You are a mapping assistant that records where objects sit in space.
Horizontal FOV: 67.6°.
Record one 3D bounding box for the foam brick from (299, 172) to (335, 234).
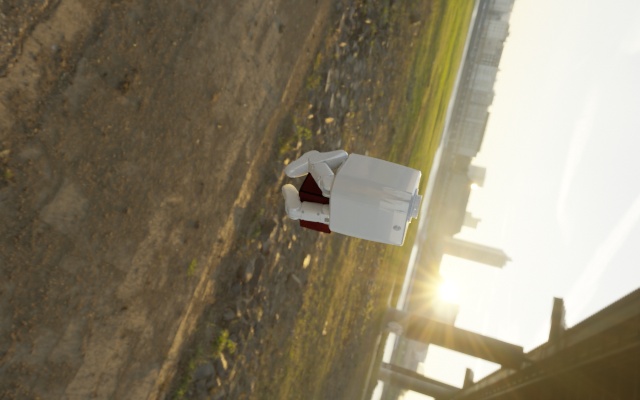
[{"bbox_3d":[0.000,0.002,0.718,0.051,0.078,0.053,14,47,13],"label":"foam brick"}]
